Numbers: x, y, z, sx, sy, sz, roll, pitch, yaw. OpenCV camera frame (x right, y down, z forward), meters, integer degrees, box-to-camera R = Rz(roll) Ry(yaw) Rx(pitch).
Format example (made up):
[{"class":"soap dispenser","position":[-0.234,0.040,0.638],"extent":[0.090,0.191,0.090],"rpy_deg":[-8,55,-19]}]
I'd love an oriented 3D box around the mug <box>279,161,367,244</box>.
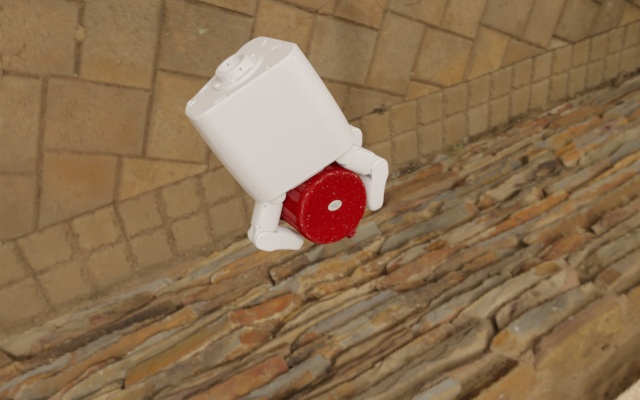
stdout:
[{"class":"mug","position":[0.001,0.003,0.507],"extent":[0.081,0.093,0.117],"rpy_deg":[35,-14,52]}]
